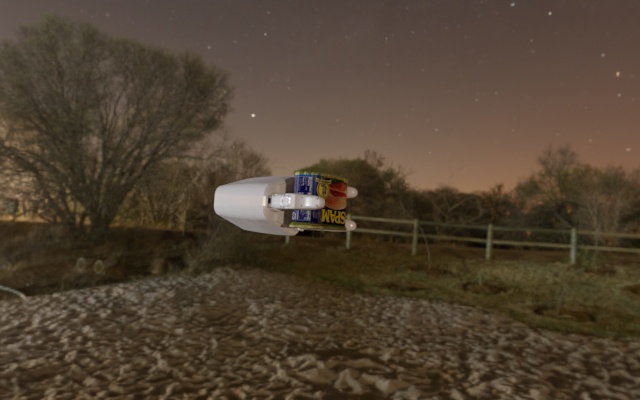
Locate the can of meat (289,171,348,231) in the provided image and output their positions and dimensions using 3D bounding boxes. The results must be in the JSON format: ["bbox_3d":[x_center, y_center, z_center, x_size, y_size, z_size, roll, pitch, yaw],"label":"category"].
[{"bbox_3d":[0.000,0.002,0.738,0.057,0.084,0.102,1,-5,34],"label":"can of meat"}]
